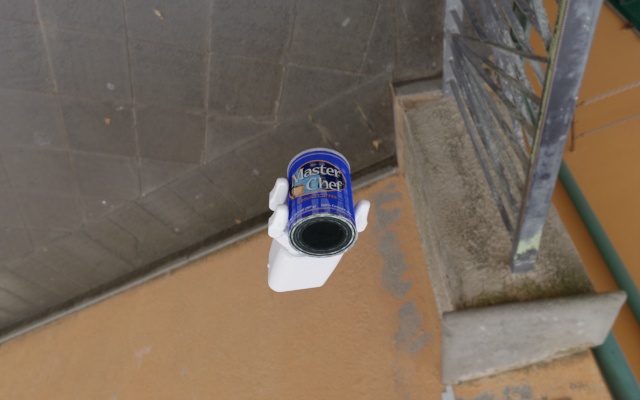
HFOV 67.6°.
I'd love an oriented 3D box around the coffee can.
[{"bbox_3d":[0.000,0.002,0.737,0.103,0.140,0.103,-2,-43,-2],"label":"coffee can"}]
